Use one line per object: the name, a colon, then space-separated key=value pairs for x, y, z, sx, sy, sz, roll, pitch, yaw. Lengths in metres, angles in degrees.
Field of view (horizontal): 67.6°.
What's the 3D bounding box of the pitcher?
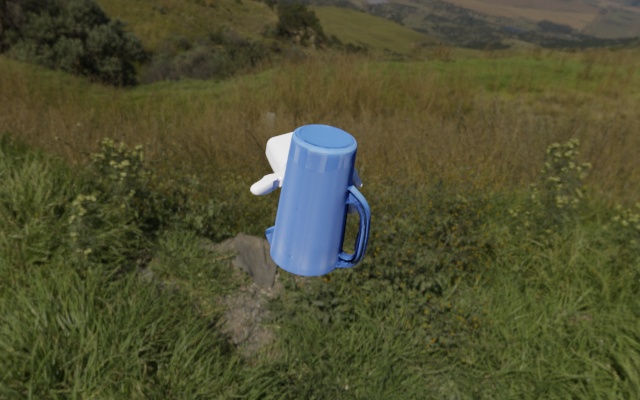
pitcher: x=0.000 y=0.003 z=0.820 sx=0.149 sy=0.243 sz=0.145 roll=-4 pitch=33 yaw=-23
